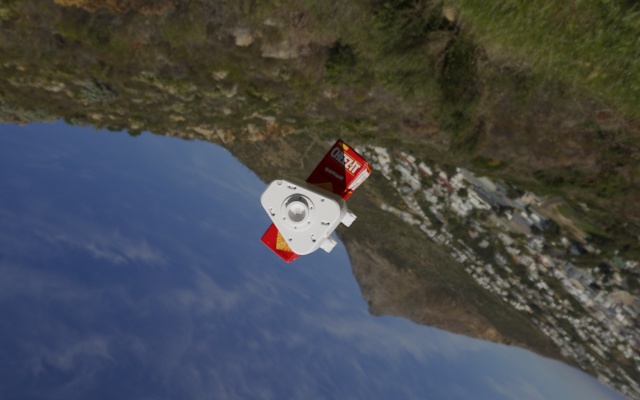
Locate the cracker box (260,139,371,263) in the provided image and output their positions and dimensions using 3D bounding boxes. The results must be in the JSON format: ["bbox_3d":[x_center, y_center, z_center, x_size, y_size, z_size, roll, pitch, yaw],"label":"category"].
[{"bbox_3d":[0.000,0.003,0.854,0.072,0.214,0.164,40,5,6],"label":"cracker box"}]
